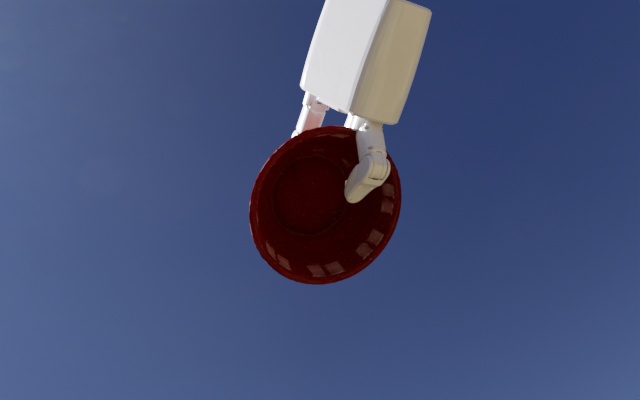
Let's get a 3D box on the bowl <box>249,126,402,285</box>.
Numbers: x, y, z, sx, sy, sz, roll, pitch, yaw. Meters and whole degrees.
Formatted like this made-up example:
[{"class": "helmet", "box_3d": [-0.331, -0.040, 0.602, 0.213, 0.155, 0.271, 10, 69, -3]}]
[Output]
[{"class": "bowl", "box_3d": [-0.001, 0.003, 0.490, 0.162, 0.162, 0.055, 0, 14, -23]}]
